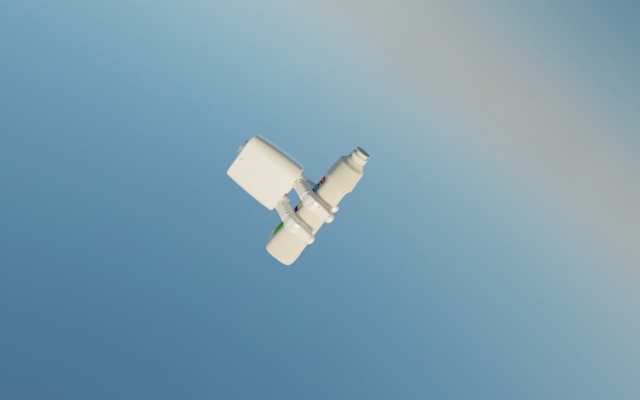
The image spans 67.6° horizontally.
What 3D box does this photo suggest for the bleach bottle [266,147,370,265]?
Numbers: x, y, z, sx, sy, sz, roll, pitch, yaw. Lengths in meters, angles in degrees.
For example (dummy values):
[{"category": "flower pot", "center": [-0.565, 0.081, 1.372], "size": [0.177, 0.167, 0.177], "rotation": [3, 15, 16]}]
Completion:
[{"category": "bleach bottle", "center": [0.000, 0.003, 0.871], "size": [0.068, 0.251, 0.102], "rotation": [38, 22, -5]}]
